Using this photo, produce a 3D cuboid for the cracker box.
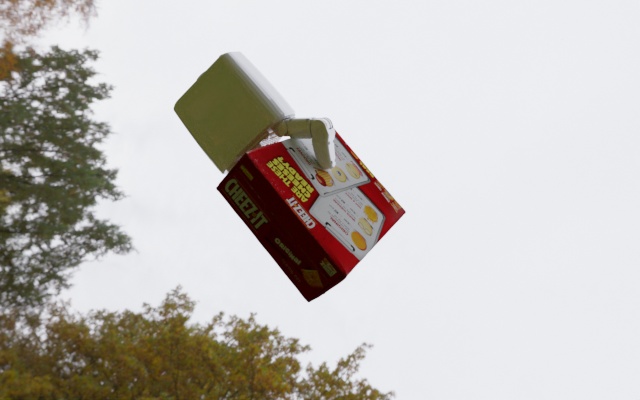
[{"bbox_3d":[0.000,0.002,0.583,0.072,0.164,0.213,-42,-5,31],"label":"cracker box"}]
